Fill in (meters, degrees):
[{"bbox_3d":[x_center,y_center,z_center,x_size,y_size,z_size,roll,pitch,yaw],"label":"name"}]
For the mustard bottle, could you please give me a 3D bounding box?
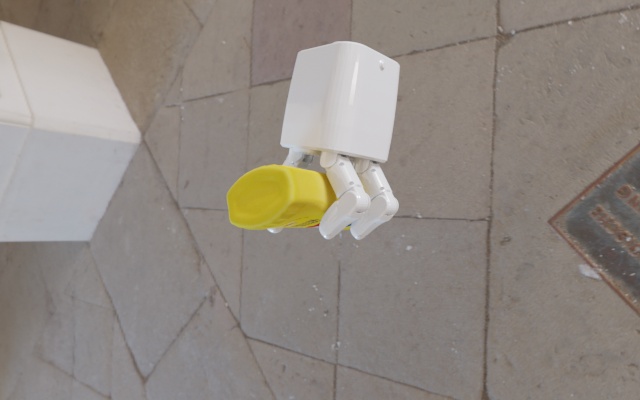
[{"bbox_3d":[0.000,0.002,0.520,0.096,0.058,0.191,-21,-16,37],"label":"mustard bottle"}]
